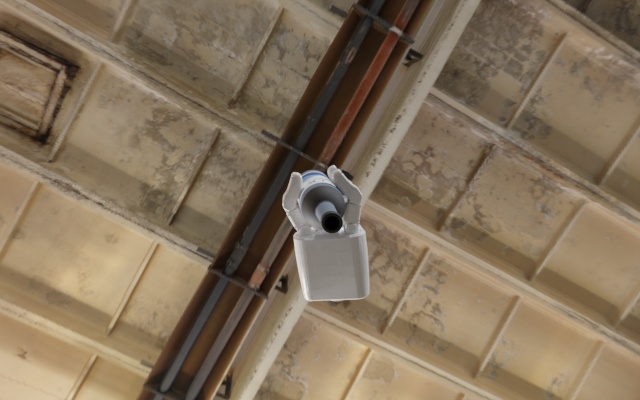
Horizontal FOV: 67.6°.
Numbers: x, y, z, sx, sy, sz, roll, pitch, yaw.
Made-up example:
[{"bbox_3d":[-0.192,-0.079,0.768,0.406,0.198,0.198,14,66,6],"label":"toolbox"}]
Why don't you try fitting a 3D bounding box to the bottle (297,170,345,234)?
[{"bbox_3d":[0.000,0.002,0.740,0.069,0.069,0.295,0,10,-6],"label":"bottle"}]
